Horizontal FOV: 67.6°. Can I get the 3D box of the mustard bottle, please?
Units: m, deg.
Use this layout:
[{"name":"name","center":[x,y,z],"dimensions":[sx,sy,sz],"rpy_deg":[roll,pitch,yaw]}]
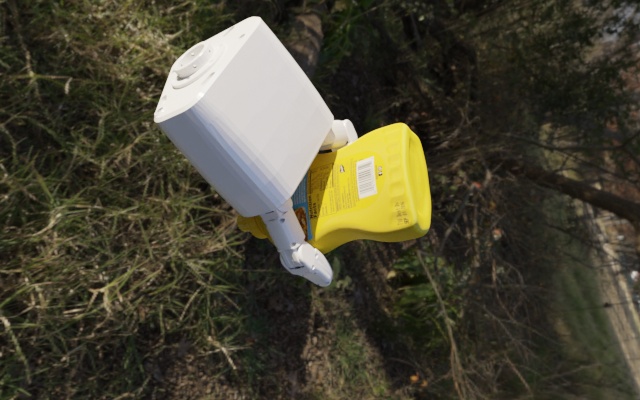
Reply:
[{"name":"mustard bottle","center":[0.000,0.002,0.436],"dimensions":[0.191,0.096,0.058],"rpy_deg":[-15,-23,30]}]
